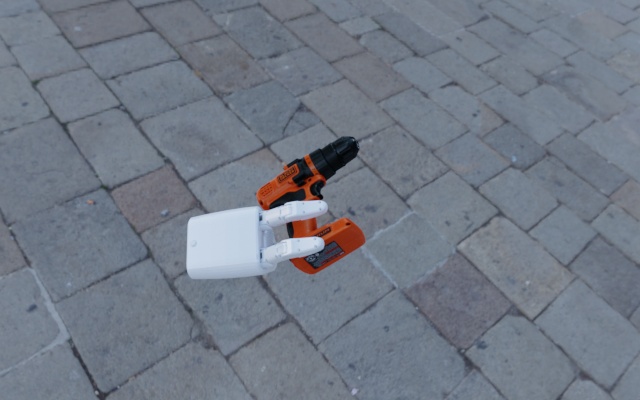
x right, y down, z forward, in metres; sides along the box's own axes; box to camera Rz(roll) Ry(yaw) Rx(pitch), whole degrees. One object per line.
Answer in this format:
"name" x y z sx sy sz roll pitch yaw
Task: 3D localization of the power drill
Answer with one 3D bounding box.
"power drill" 0.000 0.003 0.709 0.184 0.187 0.057 -34 -47 11
